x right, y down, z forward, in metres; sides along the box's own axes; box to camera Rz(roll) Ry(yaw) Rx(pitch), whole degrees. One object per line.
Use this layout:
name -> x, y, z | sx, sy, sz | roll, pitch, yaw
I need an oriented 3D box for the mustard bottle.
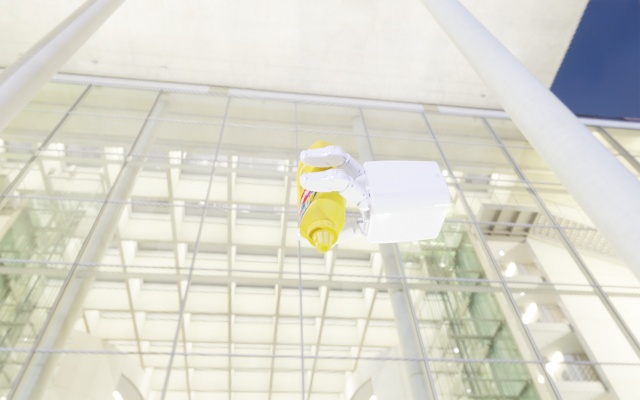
mustard bottle -> 0.000, 0.002, 0.673 | 0.058, 0.096, 0.191 | 18, 34, -17
